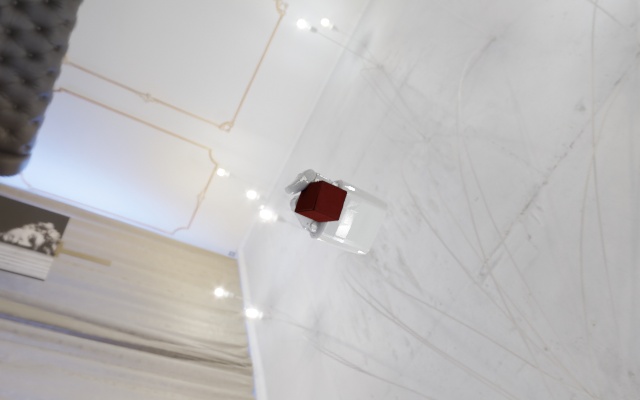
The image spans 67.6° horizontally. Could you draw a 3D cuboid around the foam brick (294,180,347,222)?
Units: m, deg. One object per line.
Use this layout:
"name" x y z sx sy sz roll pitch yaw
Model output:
"foam brick" 0.000 0.003 0.792 0.051 0.053 0.078 24 -14 -22
